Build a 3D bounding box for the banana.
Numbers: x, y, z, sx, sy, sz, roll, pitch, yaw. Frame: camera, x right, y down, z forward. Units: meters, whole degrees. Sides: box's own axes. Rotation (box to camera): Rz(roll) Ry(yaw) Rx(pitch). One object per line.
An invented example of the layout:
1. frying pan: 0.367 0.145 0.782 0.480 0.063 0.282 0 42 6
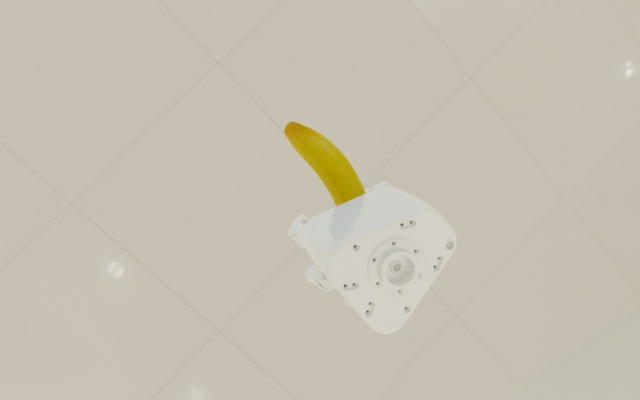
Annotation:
1. banana: 0.019 -0.001 0.541 0.069 0.198 0.037 -17 14 -4
